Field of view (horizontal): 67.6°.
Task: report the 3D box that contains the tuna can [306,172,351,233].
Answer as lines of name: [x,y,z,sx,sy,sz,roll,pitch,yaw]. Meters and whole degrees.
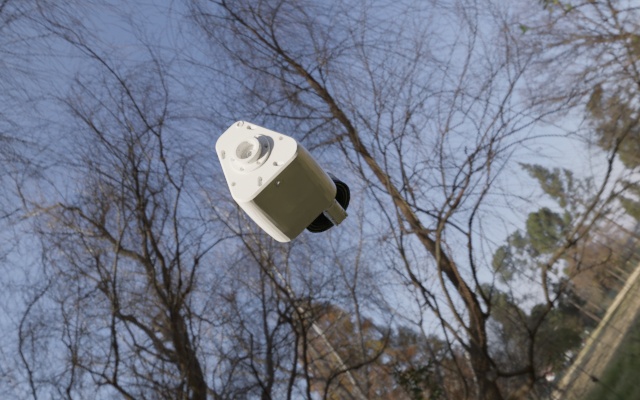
tuna can: [0.000,0.002,0.686,0.086,0.086,0.033,0,30,-45]
